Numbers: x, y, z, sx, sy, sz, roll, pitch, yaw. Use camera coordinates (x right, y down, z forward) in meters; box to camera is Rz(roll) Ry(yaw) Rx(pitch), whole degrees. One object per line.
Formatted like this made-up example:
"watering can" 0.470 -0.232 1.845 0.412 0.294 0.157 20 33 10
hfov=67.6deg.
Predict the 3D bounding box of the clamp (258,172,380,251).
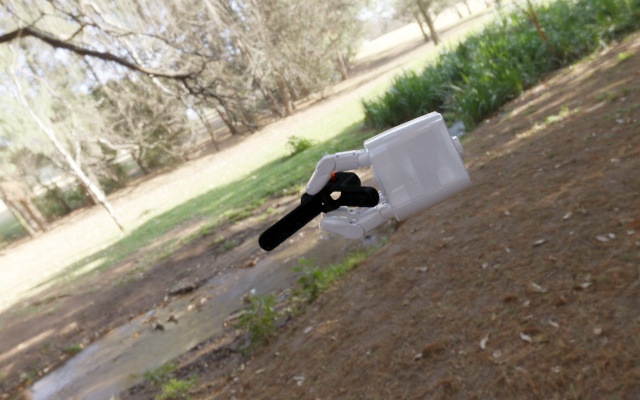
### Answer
"clamp" 0.000 0.001 0.667 0.164 0.036 0.210 -24 12 9
